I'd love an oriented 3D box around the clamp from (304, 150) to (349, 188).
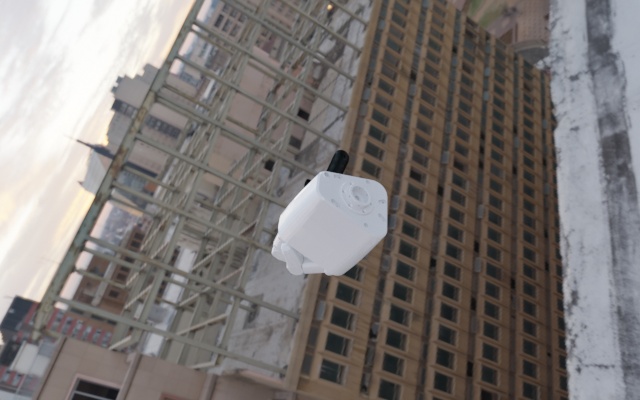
[{"bbox_3d":[-0.001,0.002,0.738,0.039,0.171,0.120,21,-42,-16],"label":"clamp"}]
